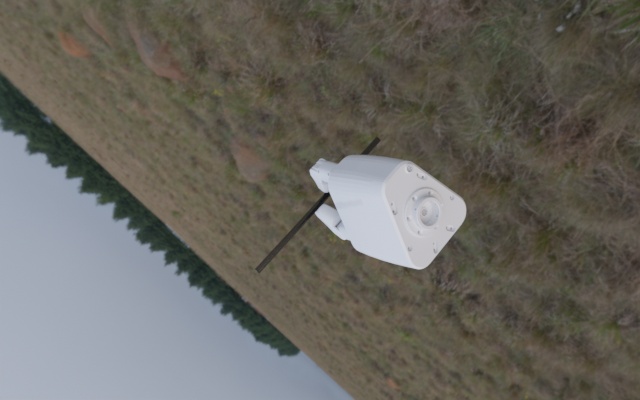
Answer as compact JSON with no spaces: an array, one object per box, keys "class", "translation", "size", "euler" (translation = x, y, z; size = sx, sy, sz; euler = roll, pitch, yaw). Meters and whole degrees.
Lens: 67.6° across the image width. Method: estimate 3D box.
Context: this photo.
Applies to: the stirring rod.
[{"class":"stirring rod","translation":[0.000,0.002,0.621],"size":[0.011,0.239,0.011],"euler":[39,-15,12]}]
